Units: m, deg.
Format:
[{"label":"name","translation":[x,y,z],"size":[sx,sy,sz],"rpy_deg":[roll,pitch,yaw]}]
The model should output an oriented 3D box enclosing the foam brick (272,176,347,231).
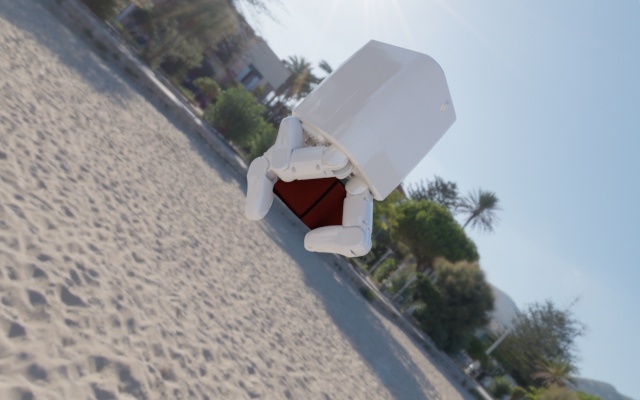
[{"label":"foam brick","translation":[0.000,0.002,0.462],"size":[0.053,0.051,0.078],"rpy_deg":[43,-3,35]}]
